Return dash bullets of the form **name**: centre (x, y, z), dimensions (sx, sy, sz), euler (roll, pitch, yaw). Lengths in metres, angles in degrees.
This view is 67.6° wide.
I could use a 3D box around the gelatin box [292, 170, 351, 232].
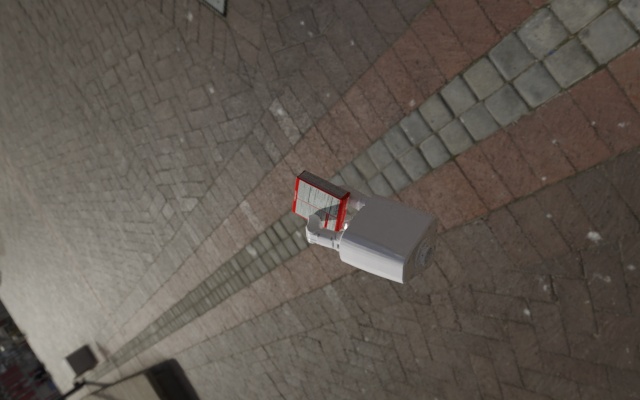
- **gelatin box**: centre (0.000, 0.003, 0.769), dimensions (0.089, 0.073, 0.030), euler (26, 42, 20)
